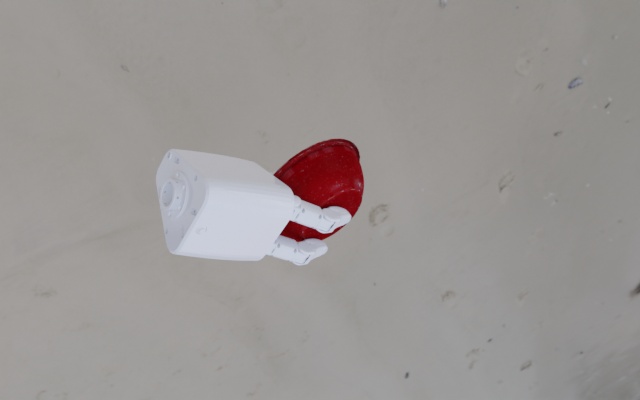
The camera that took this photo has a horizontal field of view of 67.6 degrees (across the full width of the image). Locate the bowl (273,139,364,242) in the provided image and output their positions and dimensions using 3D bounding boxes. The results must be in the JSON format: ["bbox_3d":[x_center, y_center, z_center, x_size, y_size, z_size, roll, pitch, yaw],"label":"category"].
[{"bbox_3d":[0.001,0.002,0.601,0.162,0.162,0.055,0,42,-52],"label":"bowl"}]
